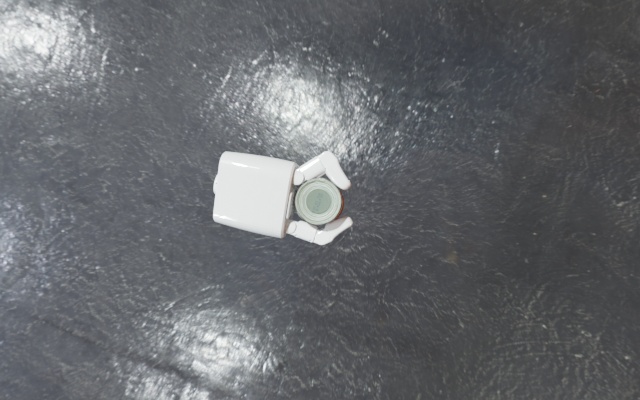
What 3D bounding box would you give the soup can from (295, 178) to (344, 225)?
[{"bbox_3d":[0.001,0.003,0.712,0.068,0.068,0.102,0,-2,4],"label":"soup can"}]
